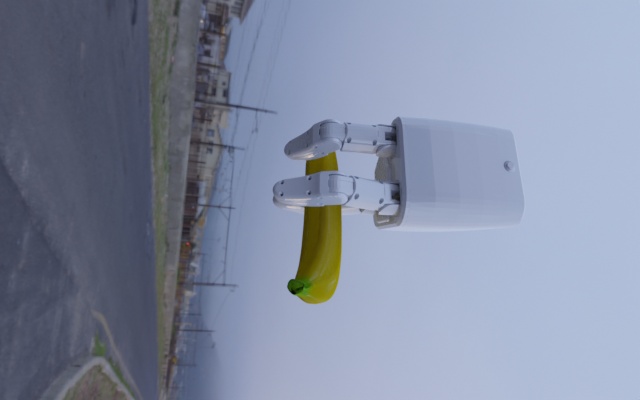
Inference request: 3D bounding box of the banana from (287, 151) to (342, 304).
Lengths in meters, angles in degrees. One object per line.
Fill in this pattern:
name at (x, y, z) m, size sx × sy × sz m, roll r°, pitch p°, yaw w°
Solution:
banana at (0.001, 0.017, 0.422) m, size 0.037 × 0.070 × 0.197 m, roll 0°, pitch 44°, yaw 4°
